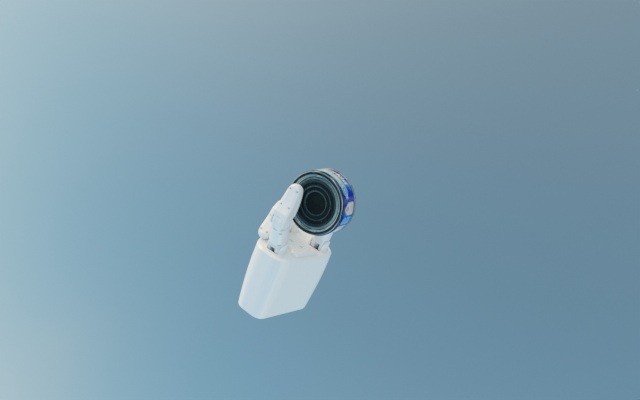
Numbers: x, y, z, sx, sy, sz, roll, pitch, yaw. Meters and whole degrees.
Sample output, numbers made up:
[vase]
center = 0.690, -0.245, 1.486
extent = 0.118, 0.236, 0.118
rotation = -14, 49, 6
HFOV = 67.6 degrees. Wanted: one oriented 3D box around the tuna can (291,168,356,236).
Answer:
[tuna can]
center = 0.000, 0.002, 0.614
extent = 0.086, 0.086, 0.034
rotation = 0, 6, 31
